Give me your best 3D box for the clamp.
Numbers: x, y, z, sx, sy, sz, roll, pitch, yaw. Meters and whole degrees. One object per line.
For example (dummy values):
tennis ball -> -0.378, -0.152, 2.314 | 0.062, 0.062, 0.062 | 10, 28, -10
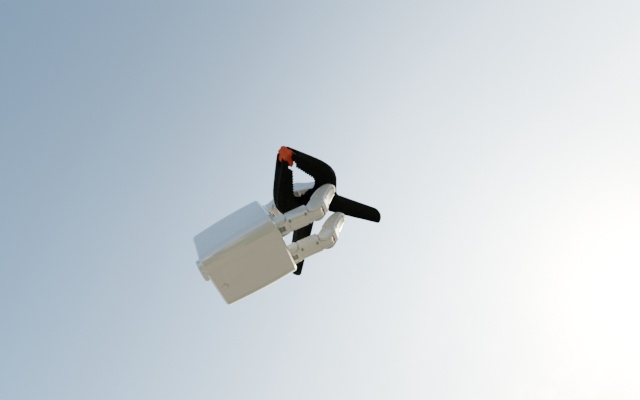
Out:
clamp -> -0.001, 0.002, 0.687 | 0.164, 0.210, 0.036 | -29, 40, -10
